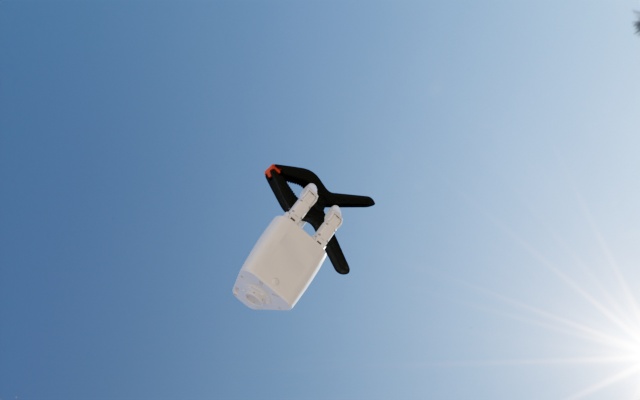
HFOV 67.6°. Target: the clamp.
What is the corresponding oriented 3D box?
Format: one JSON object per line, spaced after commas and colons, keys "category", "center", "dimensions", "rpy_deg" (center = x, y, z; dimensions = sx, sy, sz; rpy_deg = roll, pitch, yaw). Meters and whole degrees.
{"category": "clamp", "center": [-0.001, 0.003, 0.810], "dimensions": [0.036, 0.210, 0.164], "rpy_deg": [-35, 17, 49]}
